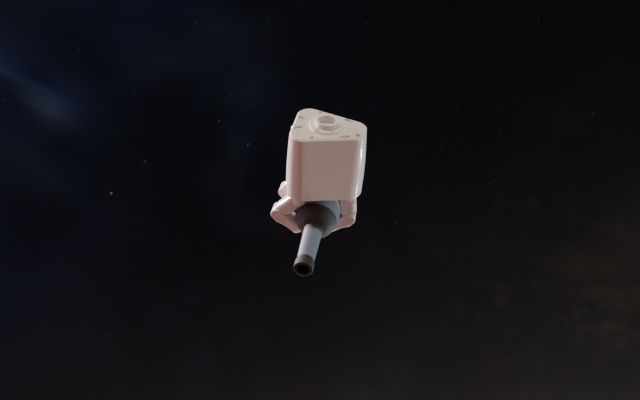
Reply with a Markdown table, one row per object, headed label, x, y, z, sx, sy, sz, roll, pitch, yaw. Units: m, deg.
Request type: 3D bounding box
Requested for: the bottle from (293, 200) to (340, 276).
| label | x | y | z | sx | sy | sz | roll | pitch | yaw |
| --- | --- | --- | --- | --- | --- | --- | --- | --- | --- |
| bottle | 0.000 | 0.002 | 0.762 | 0.069 | 0.069 | 0.295 | 0 | 39 | 12 |
